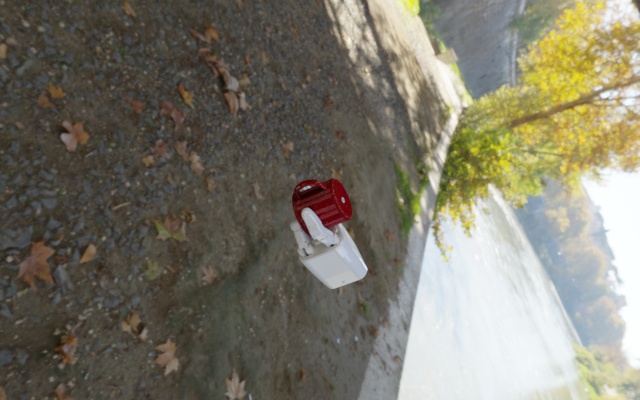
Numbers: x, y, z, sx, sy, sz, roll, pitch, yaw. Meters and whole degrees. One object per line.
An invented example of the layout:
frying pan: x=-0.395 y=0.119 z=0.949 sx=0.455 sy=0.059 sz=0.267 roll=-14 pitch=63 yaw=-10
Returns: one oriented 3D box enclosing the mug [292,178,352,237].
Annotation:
mug: x=0.000 y=0.002 z=0.866 sx=0.081 sy=0.093 sz=0.117 roll=-23 pitch=-50 yaw=20
